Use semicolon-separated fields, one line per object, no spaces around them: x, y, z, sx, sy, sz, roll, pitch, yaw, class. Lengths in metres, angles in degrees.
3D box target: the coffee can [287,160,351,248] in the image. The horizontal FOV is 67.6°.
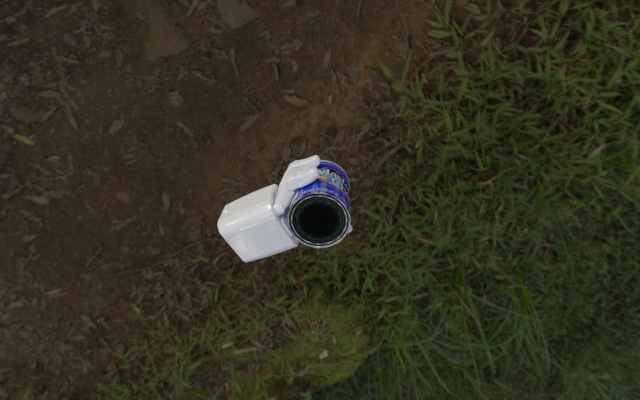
0.000;0.003;0.828;0.103;0.103;0.140;0;26;2;coffee can
